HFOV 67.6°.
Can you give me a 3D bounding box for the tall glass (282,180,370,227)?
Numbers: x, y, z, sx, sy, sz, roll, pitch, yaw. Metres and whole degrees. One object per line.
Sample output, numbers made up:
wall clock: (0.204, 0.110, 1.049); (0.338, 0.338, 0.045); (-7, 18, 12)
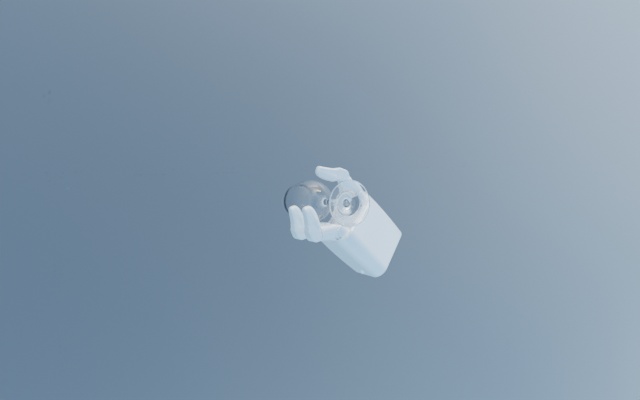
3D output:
tall glass: (0.000, 0.003, 0.834); (0.079, 0.079, 0.201); (0, 1, -28)
